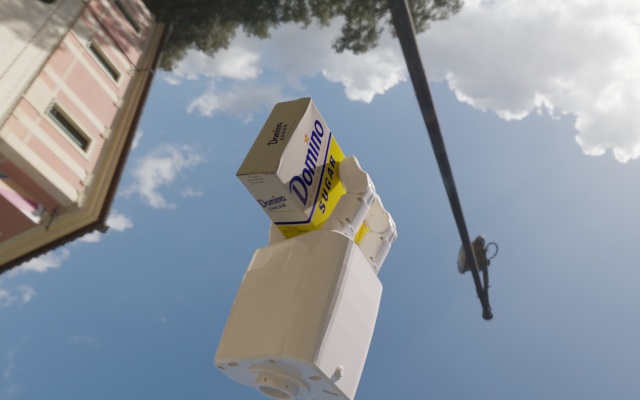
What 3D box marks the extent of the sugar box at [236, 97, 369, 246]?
[{"bbox_3d":[0.001,0.002,0.449,0.048,0.093,0.176,-2,-41,31],"label":"sugar box"}]
